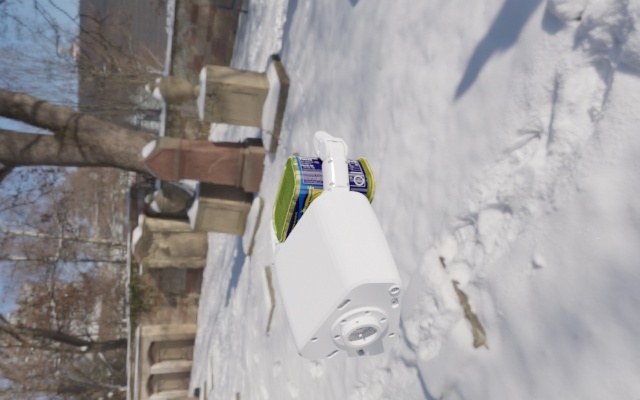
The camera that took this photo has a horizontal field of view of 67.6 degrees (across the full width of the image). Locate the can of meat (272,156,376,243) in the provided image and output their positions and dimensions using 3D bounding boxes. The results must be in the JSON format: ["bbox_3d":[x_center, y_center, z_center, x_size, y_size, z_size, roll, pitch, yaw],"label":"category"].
[{"bbox_3d":[0.000,0.002,0.506,0.084,0.102,0.057,2,42,-19],"label":"can of meat"}]
